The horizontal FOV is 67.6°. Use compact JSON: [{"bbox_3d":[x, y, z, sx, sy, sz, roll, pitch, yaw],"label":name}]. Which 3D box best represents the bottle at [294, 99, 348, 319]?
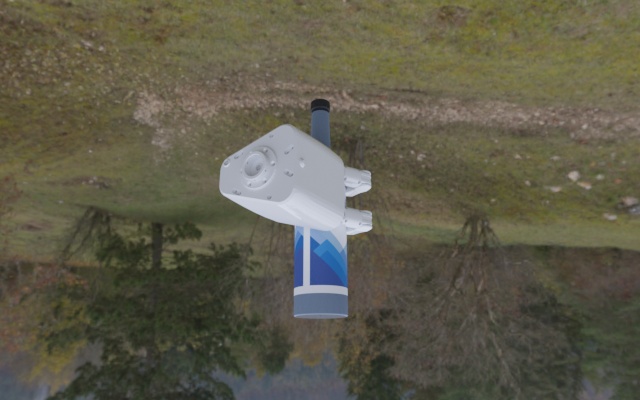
[{"bbox_3d":[0.000,0.002,0.629,0.069,0.295,0.069,0,-18,0],"label":"bottle"}]
